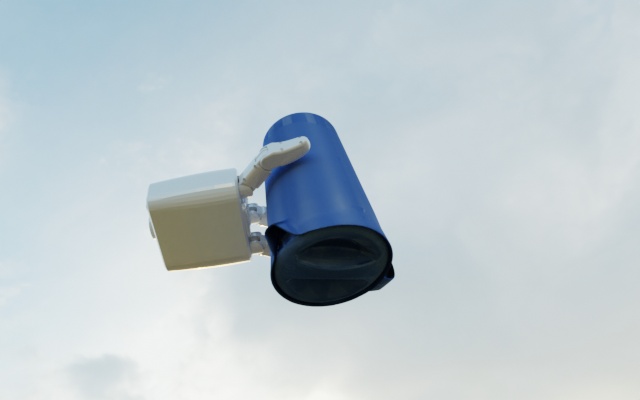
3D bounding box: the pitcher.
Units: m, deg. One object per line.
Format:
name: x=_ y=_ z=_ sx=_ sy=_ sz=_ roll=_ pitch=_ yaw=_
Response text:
pitcher: x=0.000 y=0.002 z=0.594 sx=0.145 sy=0.149 sz=0.242 roll=-11 pitch=43 yaw=-4
